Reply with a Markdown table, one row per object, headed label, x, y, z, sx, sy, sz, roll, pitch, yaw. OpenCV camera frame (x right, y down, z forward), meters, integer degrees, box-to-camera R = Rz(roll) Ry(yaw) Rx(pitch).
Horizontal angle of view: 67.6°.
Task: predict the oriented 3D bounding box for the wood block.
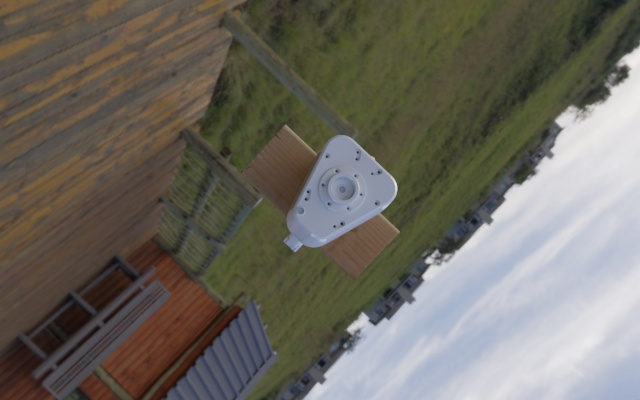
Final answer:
| label | x | y | z | sx | sy | sz | roll | pitch | yaw |
| --- | --- | --- | --- | --- | --- | --- | --- | --- | --- |
| wood block | 0.000 | 0.002 | 0.665 | 0.206 | 0.091 | 0.090 | 44 | 2 | 1 |
